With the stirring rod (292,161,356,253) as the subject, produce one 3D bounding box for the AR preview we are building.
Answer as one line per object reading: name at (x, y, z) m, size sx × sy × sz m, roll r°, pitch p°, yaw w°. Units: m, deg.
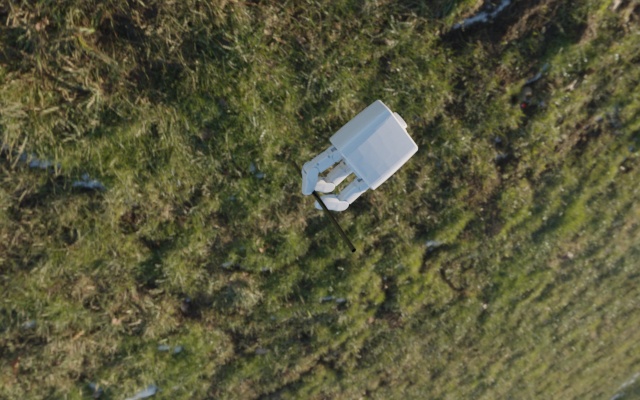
stirring rod at (0.000, 0.002, 0.797) m, size 0.011 × 0.011 × 0.239 m, roll 0°, pitch 37°, yaw -31°
